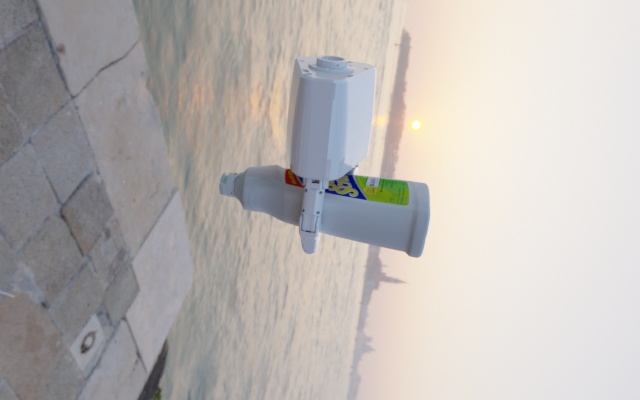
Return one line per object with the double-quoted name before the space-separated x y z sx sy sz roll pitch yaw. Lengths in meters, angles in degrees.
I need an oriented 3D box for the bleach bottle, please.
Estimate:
"bleach bottle" 0.000 0.002 0.574 0.251 0.068 0.102 9 28 6
